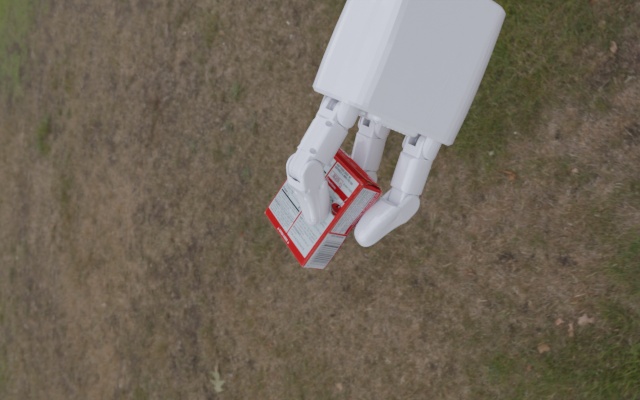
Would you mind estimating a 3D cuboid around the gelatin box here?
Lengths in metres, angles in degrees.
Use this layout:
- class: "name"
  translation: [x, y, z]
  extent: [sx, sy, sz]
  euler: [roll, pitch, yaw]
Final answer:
- class: "gelatin box"
  translation: [0.000, 0.002, 0.402]
  extent: [0.030, 0.089, 0.073]
  euler: [16, 25, -46]
